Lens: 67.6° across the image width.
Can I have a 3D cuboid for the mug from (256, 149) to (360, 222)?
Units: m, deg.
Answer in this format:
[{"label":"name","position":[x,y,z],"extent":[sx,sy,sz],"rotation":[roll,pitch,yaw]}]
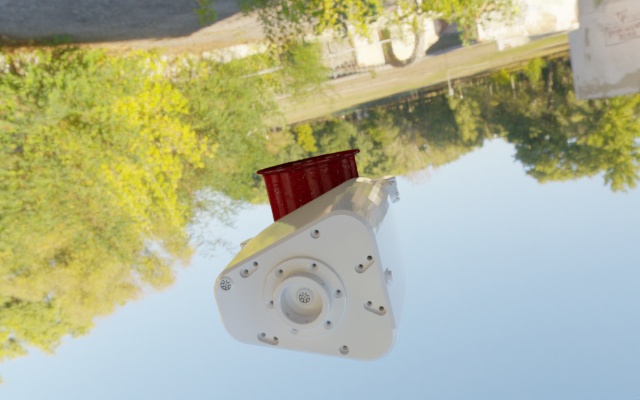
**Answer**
[{"label":"mug","position":[0.000,0.001,0.437],"extent":[0.093,0.081,0.117],"rotation":[-10,8,15]}]
